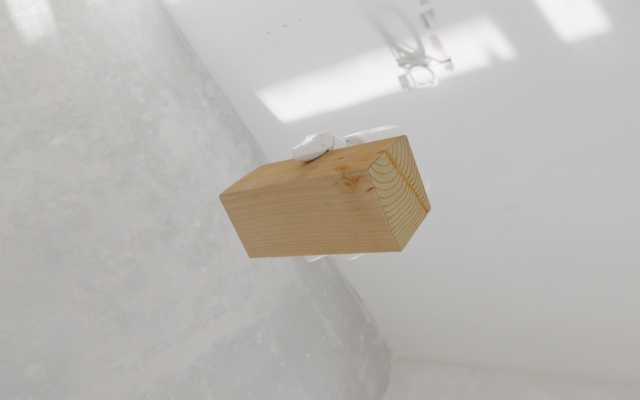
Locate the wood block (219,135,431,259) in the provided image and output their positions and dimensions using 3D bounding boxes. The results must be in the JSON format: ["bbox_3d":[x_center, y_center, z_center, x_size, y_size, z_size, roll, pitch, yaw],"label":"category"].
[{"bbox_3d":[0.000,0.001,0.527,0.206,0.091,0.090,-8,23,38],"label":"wood block"}]
